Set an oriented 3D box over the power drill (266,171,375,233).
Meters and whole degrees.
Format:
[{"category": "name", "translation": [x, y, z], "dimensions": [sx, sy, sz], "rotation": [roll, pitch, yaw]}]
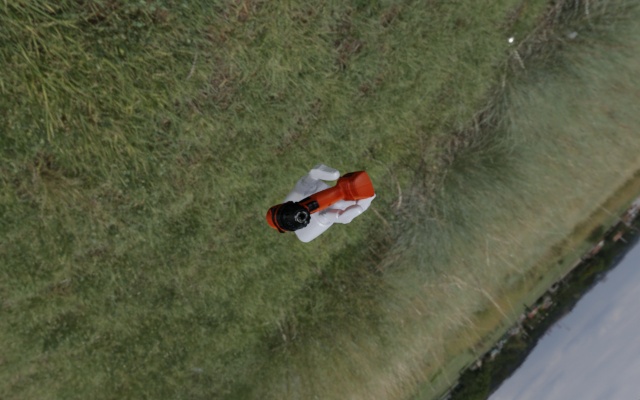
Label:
[{"category": "power drill", "translation": [0.000, 0.003, 0.868], "dimensions": [0.187, 0.057, 0.184], "rotation": [-22, 7, -18]}]
